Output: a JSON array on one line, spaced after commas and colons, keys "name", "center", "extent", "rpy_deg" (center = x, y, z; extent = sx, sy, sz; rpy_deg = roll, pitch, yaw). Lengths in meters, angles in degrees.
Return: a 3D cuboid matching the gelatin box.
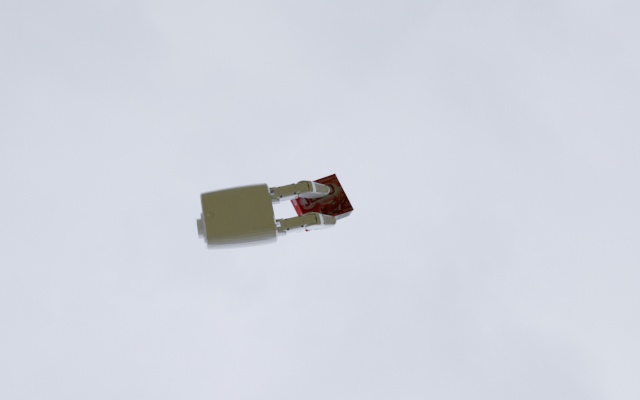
[{"name": "gelatin box", "center": [0.000, 0.003, 0.793], "extent": [0.089, 0.073, 0.030], "rpy_deg": [-19, -18, -24]}]
